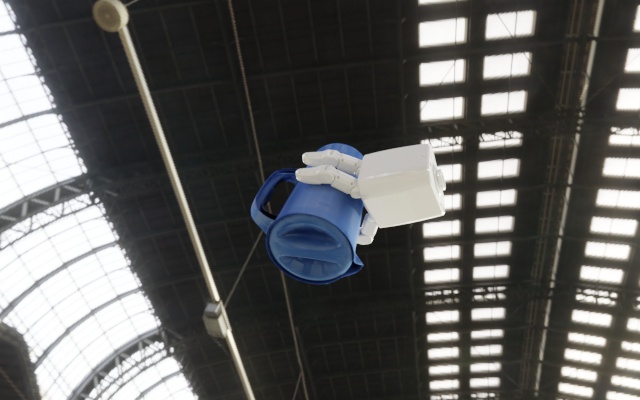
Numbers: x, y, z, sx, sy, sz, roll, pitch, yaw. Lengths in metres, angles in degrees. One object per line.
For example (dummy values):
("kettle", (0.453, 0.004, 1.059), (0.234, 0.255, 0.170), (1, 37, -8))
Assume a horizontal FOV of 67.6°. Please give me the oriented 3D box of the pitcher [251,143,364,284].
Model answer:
("pitcher", (0.000, 0.003, 0.777), (0.145, 0.149, 0.242), (-10, 31, 22))
